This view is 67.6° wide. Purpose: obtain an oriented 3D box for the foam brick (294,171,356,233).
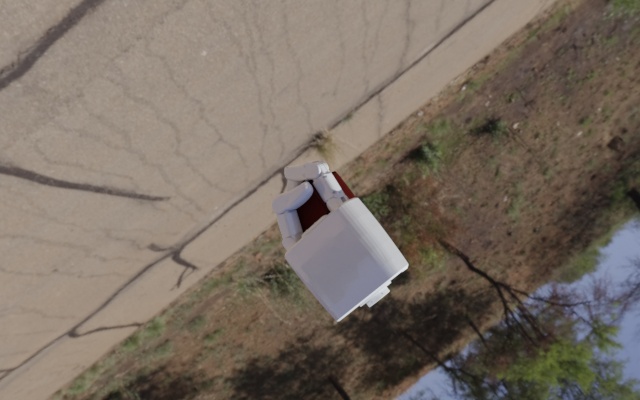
[{"bbox_3d":[0.000,0.002,0.629,0.053,0.051,0.078,-47,-15,33],"label":"foam brick"}]
